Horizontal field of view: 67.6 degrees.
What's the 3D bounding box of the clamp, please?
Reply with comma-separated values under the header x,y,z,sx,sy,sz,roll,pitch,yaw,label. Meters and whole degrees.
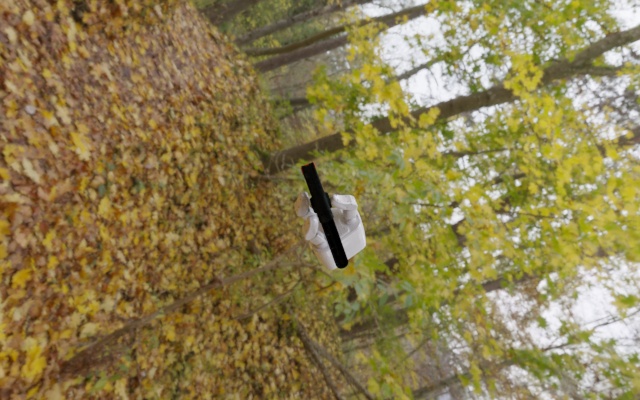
x,y,z,sx,sy,sz,roll,pitch,yaw,label
0.001,0.002,0.867,0.036,0.209,0.165,-19,-32,-1,clamp
